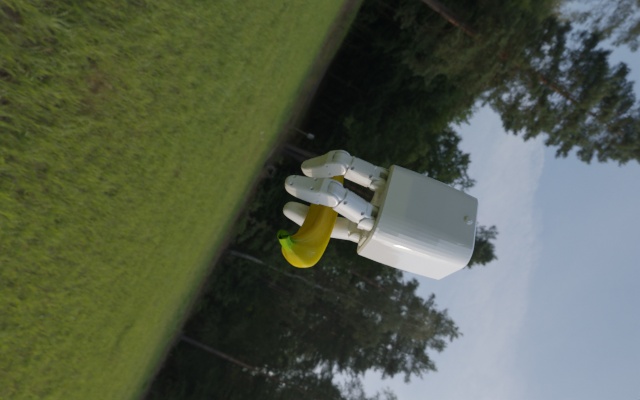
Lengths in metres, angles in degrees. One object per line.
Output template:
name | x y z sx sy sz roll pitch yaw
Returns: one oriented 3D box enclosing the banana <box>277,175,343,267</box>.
banana | -0.003 0.019 0.540 0.037 0.070 0.197 13 29 10
